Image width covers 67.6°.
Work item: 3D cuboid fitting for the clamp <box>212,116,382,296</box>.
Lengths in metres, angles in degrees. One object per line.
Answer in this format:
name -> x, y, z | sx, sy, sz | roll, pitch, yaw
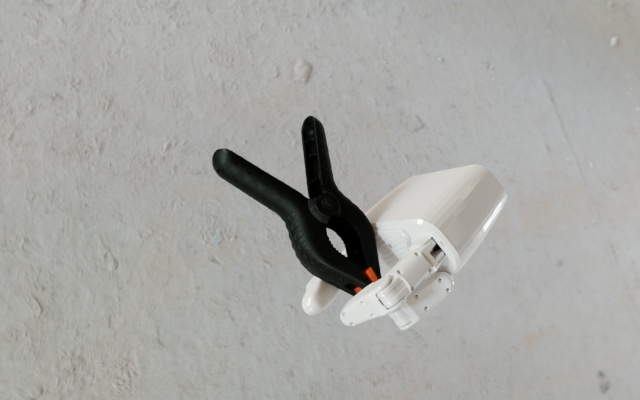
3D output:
clamp -> 0.000, 0.001, 0.415 | 0.120, 0.171, 0.039 | -40, 2, -35
